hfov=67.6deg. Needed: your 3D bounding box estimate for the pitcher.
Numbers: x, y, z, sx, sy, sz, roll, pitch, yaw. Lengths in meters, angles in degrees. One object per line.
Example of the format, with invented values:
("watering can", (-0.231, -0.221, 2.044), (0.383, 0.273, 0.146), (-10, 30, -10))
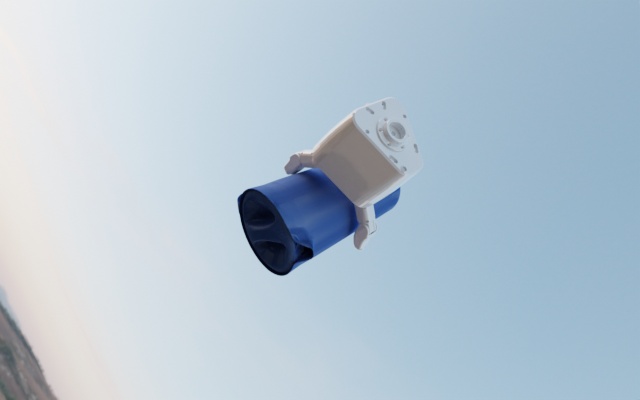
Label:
("pitcher", (0.000, 0.002, 0.743), (0.243, 0.149, 0.145), (-24, -9, -34))
